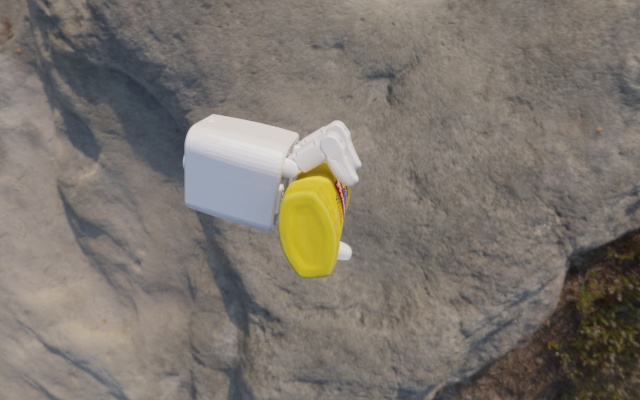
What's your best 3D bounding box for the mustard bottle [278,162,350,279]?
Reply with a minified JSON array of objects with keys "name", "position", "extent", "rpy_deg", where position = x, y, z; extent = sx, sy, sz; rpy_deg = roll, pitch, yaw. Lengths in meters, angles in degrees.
[{"name":"mustard bottle","position":[0.000,0.002,0.542],"extent":[0.058,0.096,0.191],"rpy_deg":[-8,20,11]}]
